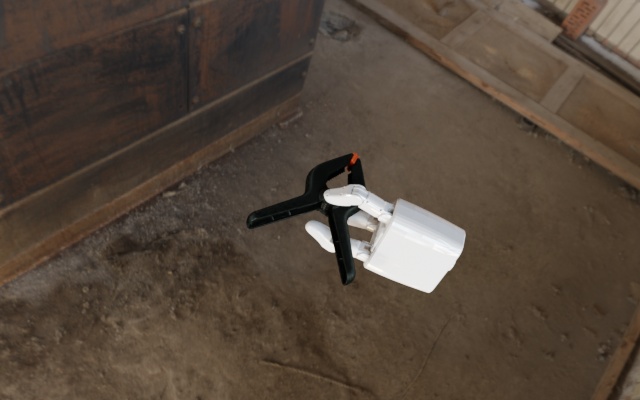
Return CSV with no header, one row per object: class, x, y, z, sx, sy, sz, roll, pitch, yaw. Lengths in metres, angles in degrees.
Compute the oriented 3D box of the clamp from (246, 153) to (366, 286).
clamp,0.001,0.002,0.691,0.164,0.209,0.036,26,-36,-3
